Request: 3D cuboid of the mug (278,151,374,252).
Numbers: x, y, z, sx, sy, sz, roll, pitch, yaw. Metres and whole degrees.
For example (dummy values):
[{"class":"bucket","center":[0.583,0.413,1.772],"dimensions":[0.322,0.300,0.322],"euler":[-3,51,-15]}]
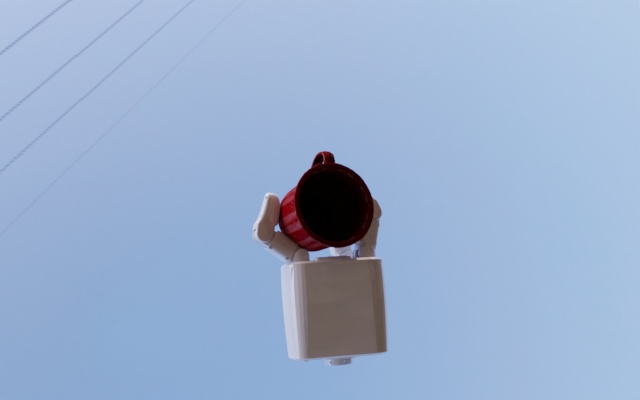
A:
[{"class":"mug","center":[0.000,0.000,0.545],"dimensions":[0.093,0.117,0.081],"euler":[4,-15,-23]}]
